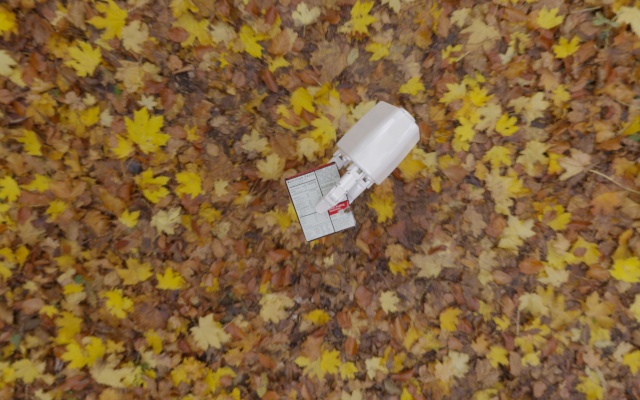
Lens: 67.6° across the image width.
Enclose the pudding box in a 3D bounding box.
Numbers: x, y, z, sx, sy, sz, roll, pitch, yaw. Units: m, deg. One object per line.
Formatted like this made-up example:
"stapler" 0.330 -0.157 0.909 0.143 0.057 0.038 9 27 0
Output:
"pudding box" 0.000 0.003 0.780 0.090 0.113 0.039 -18 6 2
